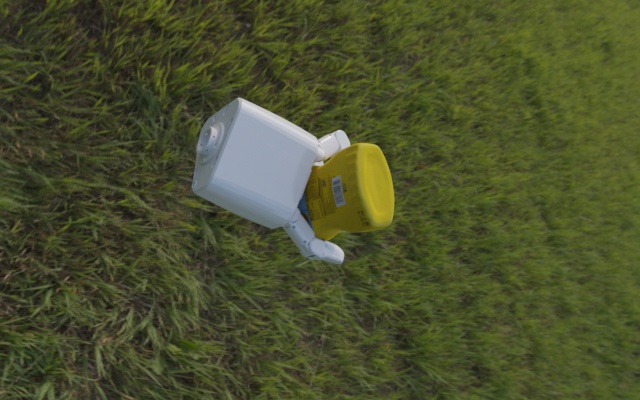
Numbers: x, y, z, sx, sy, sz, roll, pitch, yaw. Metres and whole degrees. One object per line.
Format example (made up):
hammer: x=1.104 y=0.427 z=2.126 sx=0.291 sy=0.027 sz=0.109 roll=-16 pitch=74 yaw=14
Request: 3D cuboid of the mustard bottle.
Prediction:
mustard bottle: x=0.001 y=0.002 z=0.582 sx=0.058 sy=0.096 sz=0.191 roll=-3 pitch=-10 yaw=-41
